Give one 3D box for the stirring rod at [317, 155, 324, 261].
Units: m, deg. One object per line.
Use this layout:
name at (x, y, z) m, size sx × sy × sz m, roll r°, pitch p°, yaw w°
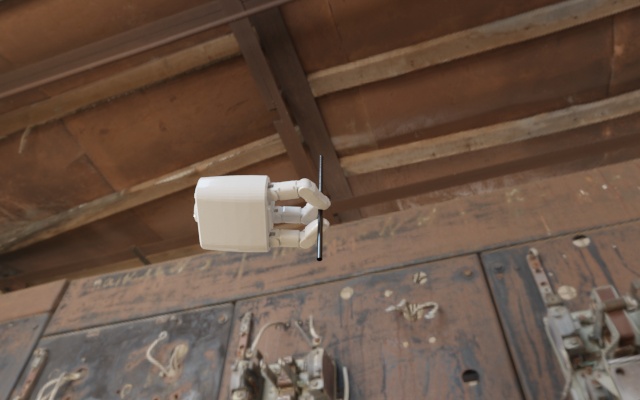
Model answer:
stirring rod at (0.000, 0.002, 0.743) m, size 0.011 × 0.011 × 0.239 m, roll 0°, pitch 40°, yaw 1°
